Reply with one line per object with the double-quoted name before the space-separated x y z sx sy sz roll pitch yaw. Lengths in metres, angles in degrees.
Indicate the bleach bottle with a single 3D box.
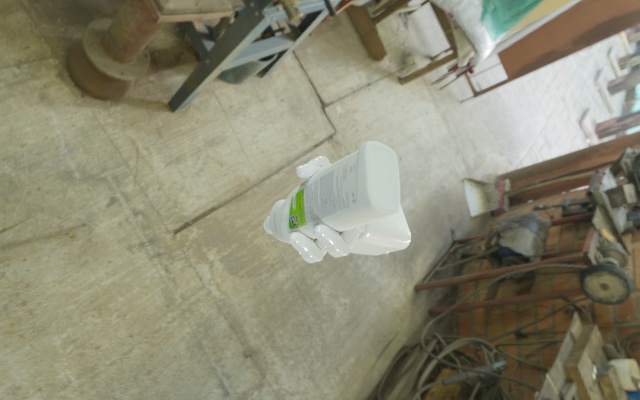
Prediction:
"bleach bottle" 0.000 0.002 0.704 0.068 0.102 0.251 15 -25 -39
